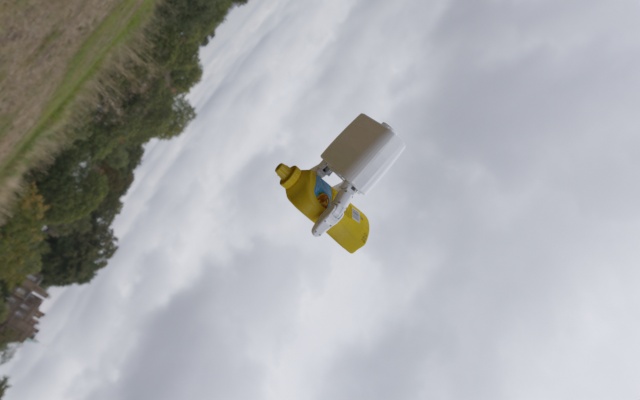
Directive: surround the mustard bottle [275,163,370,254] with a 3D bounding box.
[{"bbox_3d":[0.000,0.003,0.804,0.058,0.192,0.096,-38,25,26],"label":"mustard bottle"}]
